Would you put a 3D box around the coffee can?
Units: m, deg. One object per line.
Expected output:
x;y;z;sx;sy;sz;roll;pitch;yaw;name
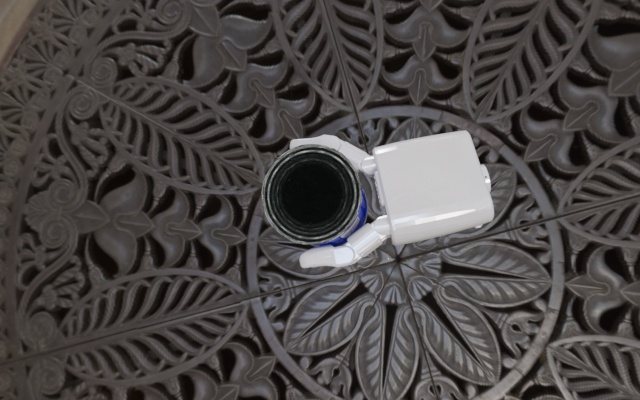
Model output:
0.000;0.002;0.545;0.103;0.103;0.140;0;-7;8;coffee can
